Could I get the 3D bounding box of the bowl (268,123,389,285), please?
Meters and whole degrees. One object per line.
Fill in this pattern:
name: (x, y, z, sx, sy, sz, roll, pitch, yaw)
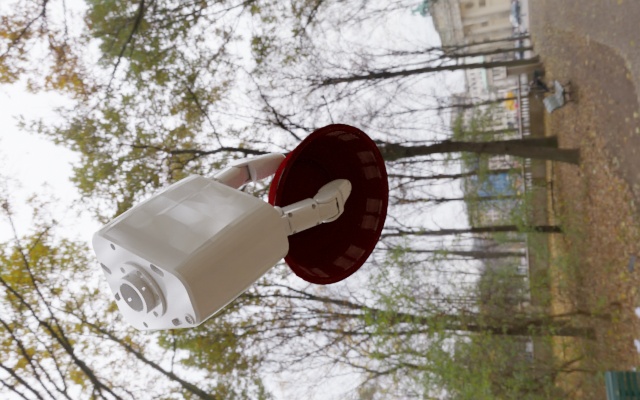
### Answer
bowl: (0.001, 0.001, 0.492, 0.162, 0.162, 0.055, 0, 8, -44)
